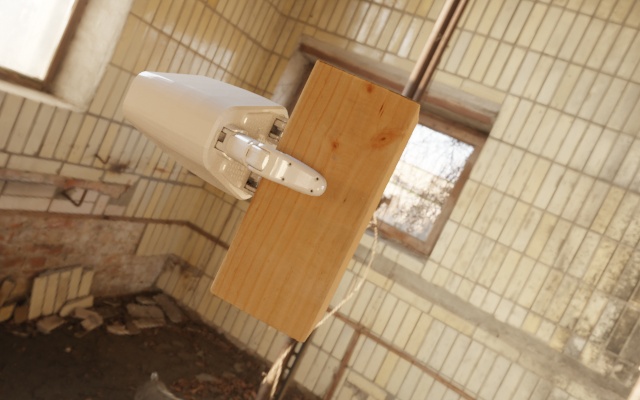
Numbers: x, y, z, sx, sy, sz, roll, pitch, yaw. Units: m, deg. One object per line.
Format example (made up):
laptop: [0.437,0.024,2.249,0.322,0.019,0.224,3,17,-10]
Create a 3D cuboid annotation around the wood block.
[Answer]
wood block: [0.000,0.001,0.414,0.090,0.206,0.091,26,5,10]
